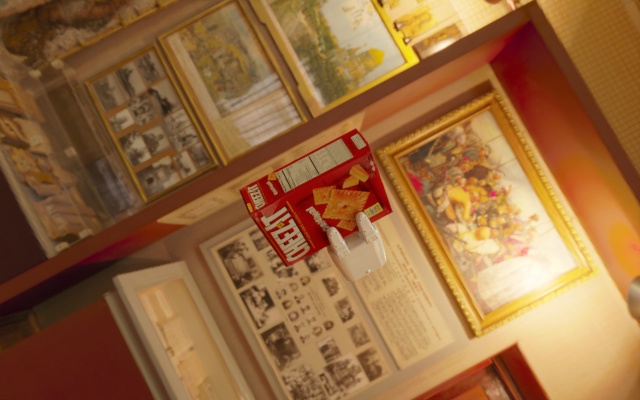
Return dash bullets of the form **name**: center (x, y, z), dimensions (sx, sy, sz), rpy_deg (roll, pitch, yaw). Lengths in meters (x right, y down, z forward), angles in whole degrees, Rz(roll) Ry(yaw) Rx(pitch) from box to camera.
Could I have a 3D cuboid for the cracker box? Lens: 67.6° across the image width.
- **cracker box**: center (0.000, 0.002, 0.793), dimensions (0.213, 0.072, 0.164), rpy_deg (-28, -42, -1)
